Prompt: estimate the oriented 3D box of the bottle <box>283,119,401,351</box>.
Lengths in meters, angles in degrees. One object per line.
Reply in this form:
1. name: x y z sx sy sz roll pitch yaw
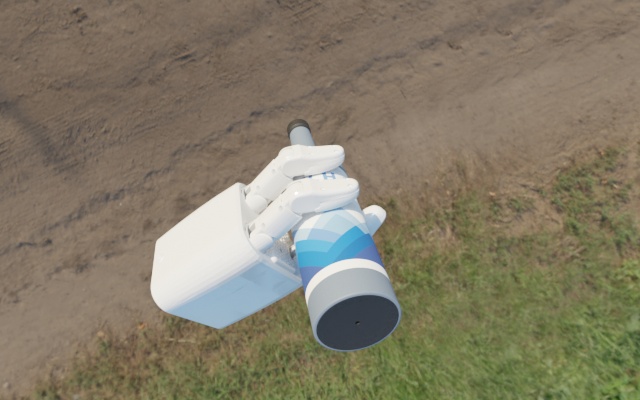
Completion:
1. bottle: 0.000 0.002 0.461 0.069 0.069 0.295 0 37 -13
